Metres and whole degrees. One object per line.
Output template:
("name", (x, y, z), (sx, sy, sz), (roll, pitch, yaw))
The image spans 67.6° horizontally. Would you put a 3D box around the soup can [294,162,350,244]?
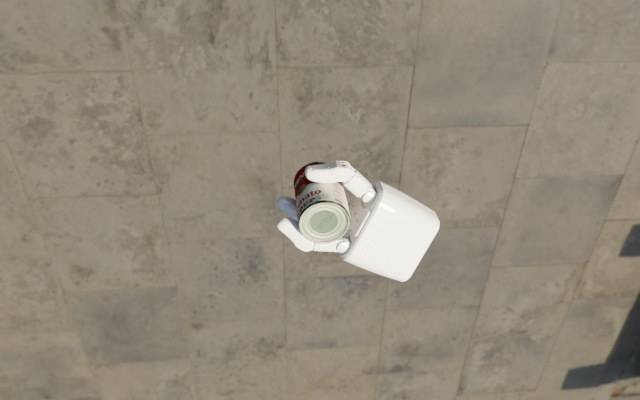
("soup can", (0.000, 0.002, 0.639), (0.068, 0.068, 0.102), (0, 33, -6))
